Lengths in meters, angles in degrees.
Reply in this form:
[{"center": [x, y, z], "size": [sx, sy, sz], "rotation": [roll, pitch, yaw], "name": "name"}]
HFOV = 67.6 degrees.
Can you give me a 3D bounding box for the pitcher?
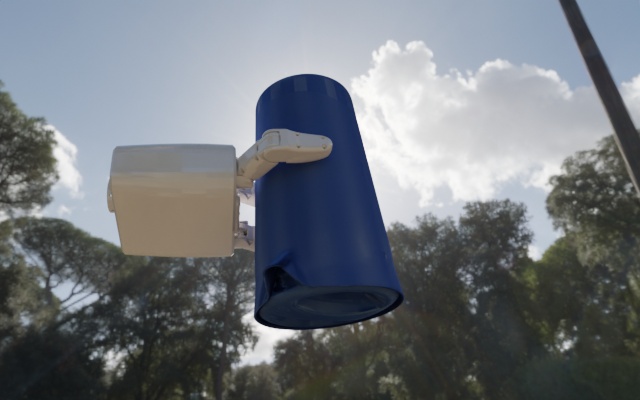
[{"center": [0.000, 0.002, 0.483], "size": [0.145, 0.242, 0.149], "rotation": [0, -29, -13], "name": "pitcher"}]
